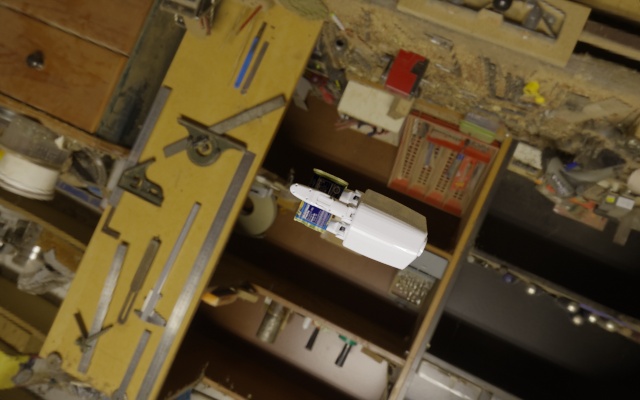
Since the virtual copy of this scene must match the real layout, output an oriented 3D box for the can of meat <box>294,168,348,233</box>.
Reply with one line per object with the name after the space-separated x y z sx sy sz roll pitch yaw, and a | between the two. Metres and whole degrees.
0.000 0.003 0.748 0.057 0.084 0.102 24 -2 2 | can of meat
